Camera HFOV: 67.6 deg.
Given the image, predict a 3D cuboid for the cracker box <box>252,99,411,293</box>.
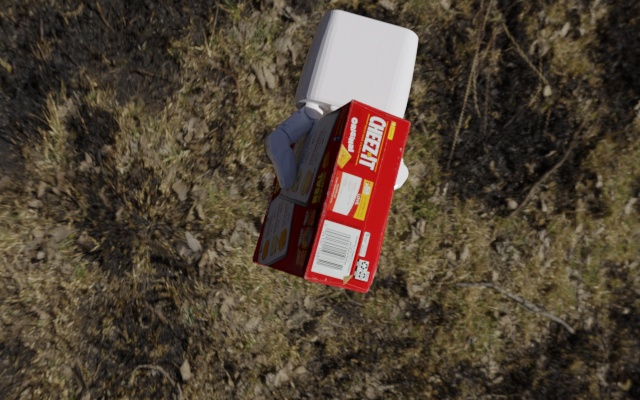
[{"bbox_3d":[0.000,0.002,0.513,0.072,0.164,0.214,17,-9,-18],"label":"cracker box"}]
